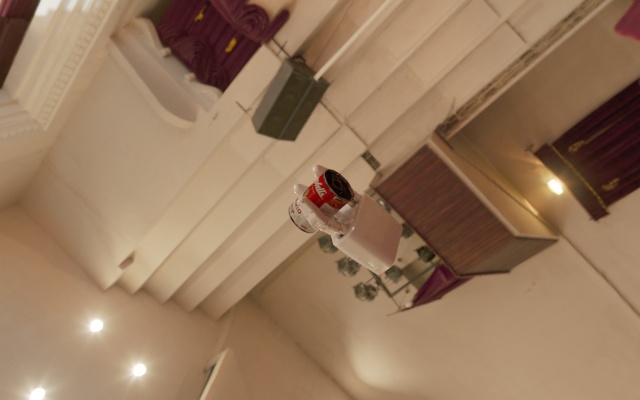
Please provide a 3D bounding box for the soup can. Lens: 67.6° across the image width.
[{"bbox_3d":[0.000,0.003,0.837,0.102,0.068,0.068,-43,-24,29],"label":"soup can"}]
